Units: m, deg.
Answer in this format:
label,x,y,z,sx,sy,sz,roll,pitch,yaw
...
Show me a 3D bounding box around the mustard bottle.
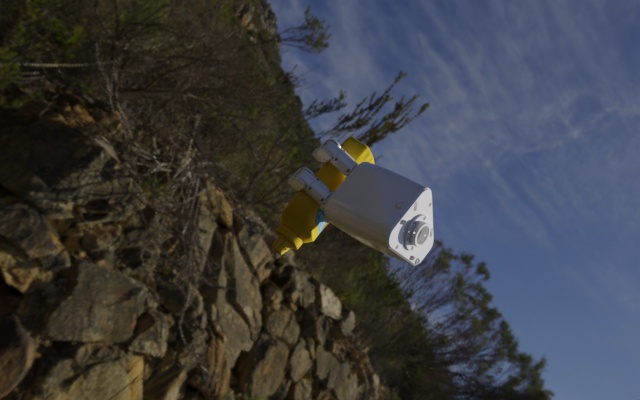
label,x,y,z,sx,sy,sz,roll,pitch,yaw
mustard bottle,0.000,0.002,0.688,0.058,0.191,0.096,36,-18,18
